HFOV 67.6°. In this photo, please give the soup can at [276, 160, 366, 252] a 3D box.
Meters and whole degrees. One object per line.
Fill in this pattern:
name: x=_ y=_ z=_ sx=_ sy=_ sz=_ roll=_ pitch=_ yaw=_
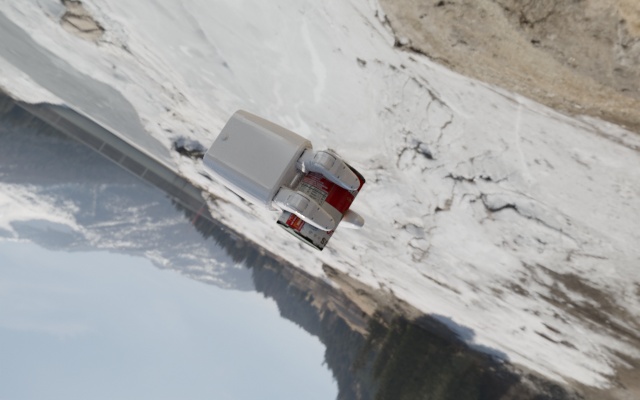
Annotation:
soup can: x=0.000 y=0.002 z=0.579 sx=0.068 sy=0.102 sz=0.068 roll=31 pitch=-9 yaw=5
